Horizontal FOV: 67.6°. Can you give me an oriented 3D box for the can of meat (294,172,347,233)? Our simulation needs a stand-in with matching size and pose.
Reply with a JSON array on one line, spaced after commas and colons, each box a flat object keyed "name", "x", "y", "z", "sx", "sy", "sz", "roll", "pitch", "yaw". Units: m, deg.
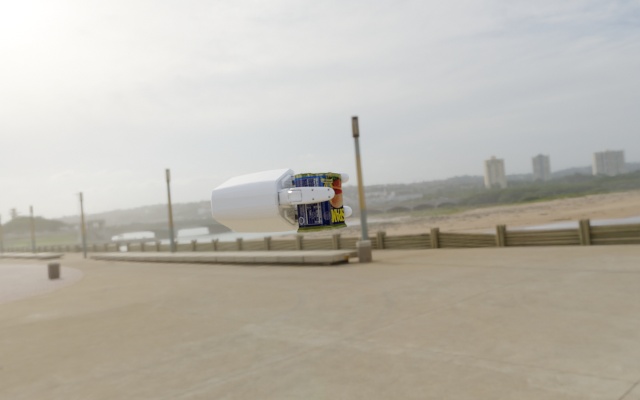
[{"name": "can of meat", "x": 0.000, "y": 0.002, "z": 0.713, "sx": 0.057, "sy": 0.084, "sz": 0.102, "roll": -6, "pitch": -1, "yaw": 18}]
